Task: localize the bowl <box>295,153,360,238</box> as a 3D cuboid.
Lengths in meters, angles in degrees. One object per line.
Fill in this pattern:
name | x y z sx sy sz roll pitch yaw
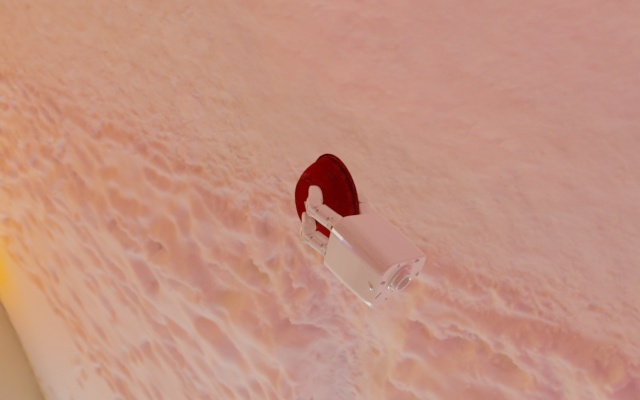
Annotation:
bowl | -0.001 0.002 0.818 0.055 0.162 0.162 -12 5 -27
